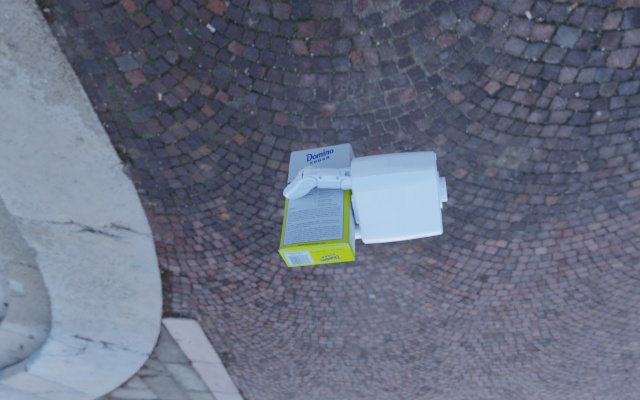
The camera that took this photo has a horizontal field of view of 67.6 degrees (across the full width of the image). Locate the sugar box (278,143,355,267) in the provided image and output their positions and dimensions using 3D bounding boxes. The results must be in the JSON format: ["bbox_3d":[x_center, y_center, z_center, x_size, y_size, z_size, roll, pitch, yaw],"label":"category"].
[{"bbox_3d":[0.000,0.003,0.654,0.093,0.176,0.048,-7,-43,14],"label":"sugar box"}]
